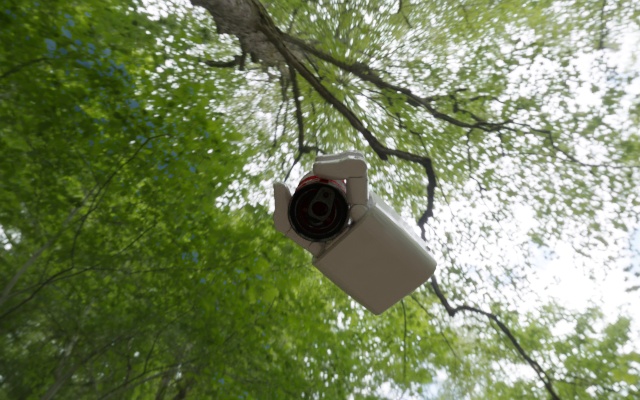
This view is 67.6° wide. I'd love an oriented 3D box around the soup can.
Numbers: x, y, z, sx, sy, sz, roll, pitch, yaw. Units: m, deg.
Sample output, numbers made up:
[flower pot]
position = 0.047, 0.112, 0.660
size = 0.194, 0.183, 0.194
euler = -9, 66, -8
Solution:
[soup can]
position = 0.000, 0.002, 0.566
size = 0.068, 0.068, 0.102
euler = 0, 13, 3
